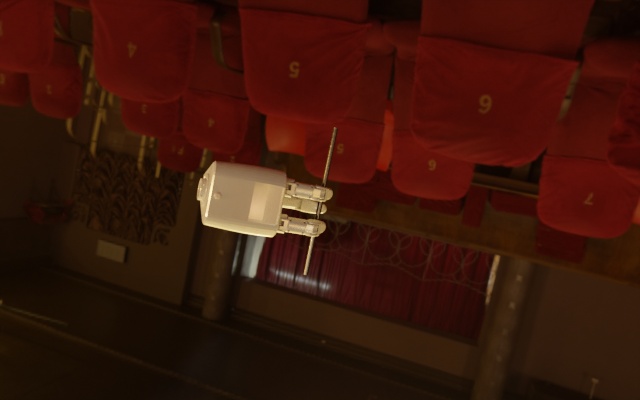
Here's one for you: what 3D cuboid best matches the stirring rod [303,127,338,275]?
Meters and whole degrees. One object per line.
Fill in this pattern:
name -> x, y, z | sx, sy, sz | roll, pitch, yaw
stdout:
stirring rod -> 0.000, 0.002, 0.766 | 0.011, 0.239, 0.011 | 12, 4, -1
